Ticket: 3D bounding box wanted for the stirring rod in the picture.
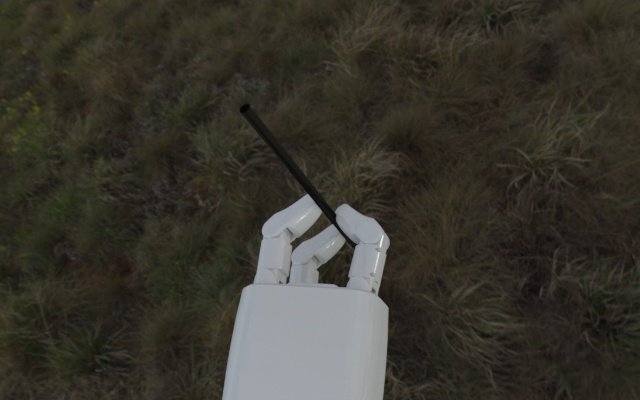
[{"bbox_3d":[0.000,0.001,0.409,0.011,0.011,0.240,0,-32,30],"label":"stirring rod"}]
